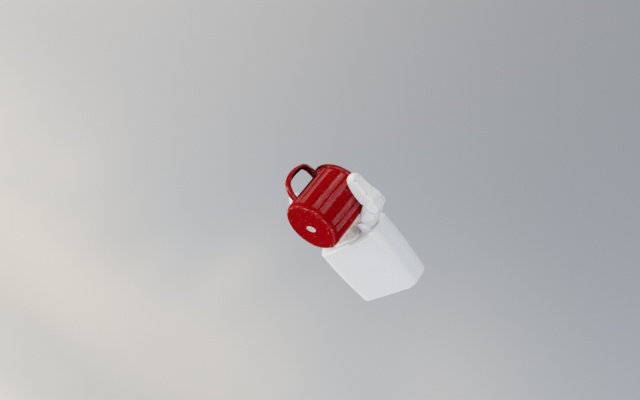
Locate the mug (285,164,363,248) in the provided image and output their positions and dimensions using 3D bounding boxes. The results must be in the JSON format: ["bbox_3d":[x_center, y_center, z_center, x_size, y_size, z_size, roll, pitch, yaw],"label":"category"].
[{"bbox_3d":[-0.001,0.001,0.650,0.081,0.117,0.093,-51,14,-32],"label":"mug"}]
